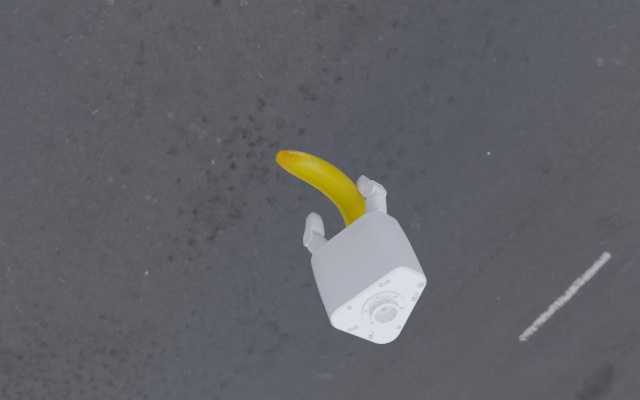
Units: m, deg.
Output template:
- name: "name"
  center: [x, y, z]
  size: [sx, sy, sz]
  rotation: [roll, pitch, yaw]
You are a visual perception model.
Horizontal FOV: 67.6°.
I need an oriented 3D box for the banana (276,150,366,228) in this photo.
- name: "banana"
  center: [0.018, -0.005, 0.648]
  size: [0.069, 0.198, 0.037]
  rotation: [-29, 35, 9]
